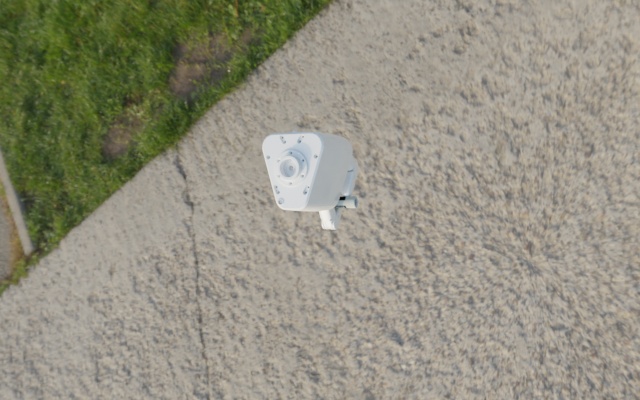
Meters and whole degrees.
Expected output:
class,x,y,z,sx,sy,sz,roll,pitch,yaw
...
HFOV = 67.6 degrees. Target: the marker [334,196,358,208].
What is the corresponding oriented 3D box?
class,x,y,z,sx,sy,sz,roll,pitch,yaw
marker,0.000,0.003,0.766,0.121,0.020,0.020,0,0,23
